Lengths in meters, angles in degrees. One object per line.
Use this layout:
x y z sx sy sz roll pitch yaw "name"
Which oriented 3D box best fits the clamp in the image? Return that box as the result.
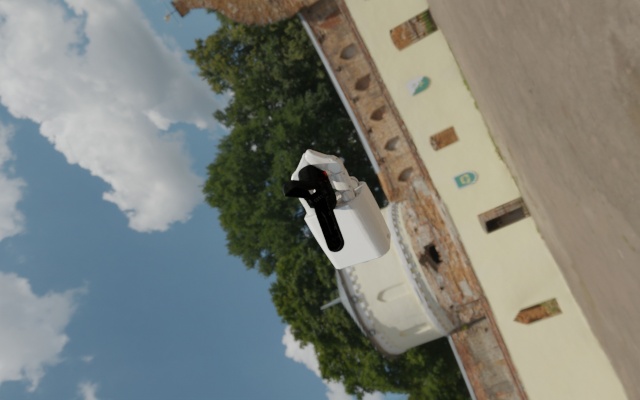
0.000 0.002 0.699 0.039 0.120 0.171 -26 13 17 "clamp"
